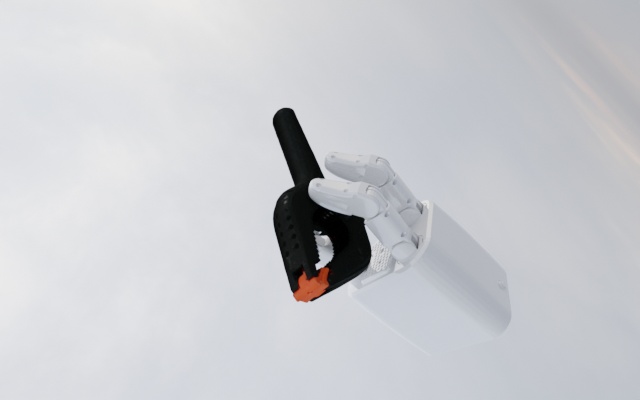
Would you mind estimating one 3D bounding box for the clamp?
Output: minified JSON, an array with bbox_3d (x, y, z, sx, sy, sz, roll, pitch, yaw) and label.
[{"bbox_3d":[0.000,0.002,0.426,0.036,0.164,0.210,-45,10,32],"label":"clamp"}]
